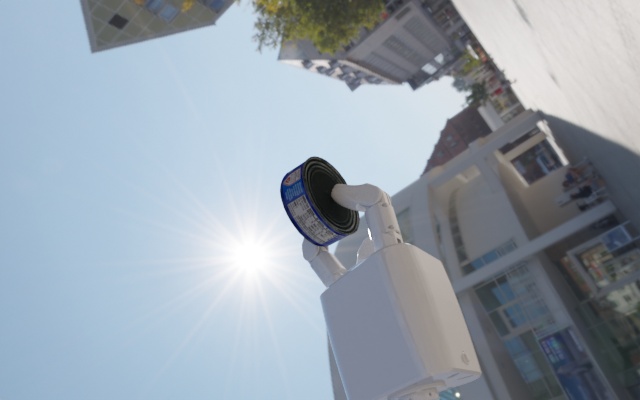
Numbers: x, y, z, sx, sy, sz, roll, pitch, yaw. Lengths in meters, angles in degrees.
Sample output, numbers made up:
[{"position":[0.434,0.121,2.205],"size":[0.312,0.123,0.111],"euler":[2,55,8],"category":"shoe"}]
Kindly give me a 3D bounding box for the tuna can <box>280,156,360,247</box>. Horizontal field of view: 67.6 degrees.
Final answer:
[{"position":[0.000,0.002,0.472],"size":[0.034,0.086,0.086],"euler":[-31,-15,27],"category":"tuna can"}]
